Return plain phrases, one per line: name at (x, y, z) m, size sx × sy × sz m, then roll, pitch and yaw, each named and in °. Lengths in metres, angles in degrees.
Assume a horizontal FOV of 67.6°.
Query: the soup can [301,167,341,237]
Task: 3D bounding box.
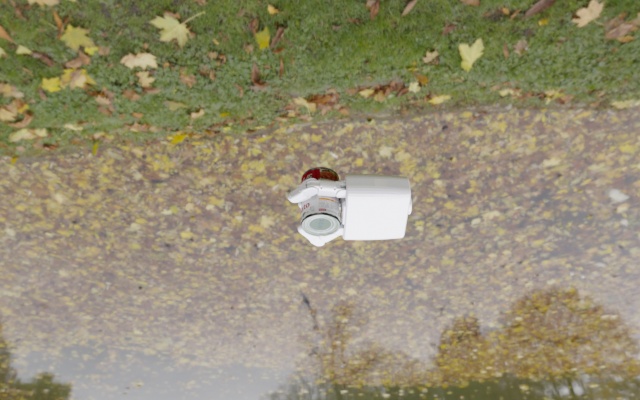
soup can at (0.000, 0.003, 0.820) m, size 0.068 × 0.102 × 0.069 m, roll 0°, pitch -38°, yaw 0°
